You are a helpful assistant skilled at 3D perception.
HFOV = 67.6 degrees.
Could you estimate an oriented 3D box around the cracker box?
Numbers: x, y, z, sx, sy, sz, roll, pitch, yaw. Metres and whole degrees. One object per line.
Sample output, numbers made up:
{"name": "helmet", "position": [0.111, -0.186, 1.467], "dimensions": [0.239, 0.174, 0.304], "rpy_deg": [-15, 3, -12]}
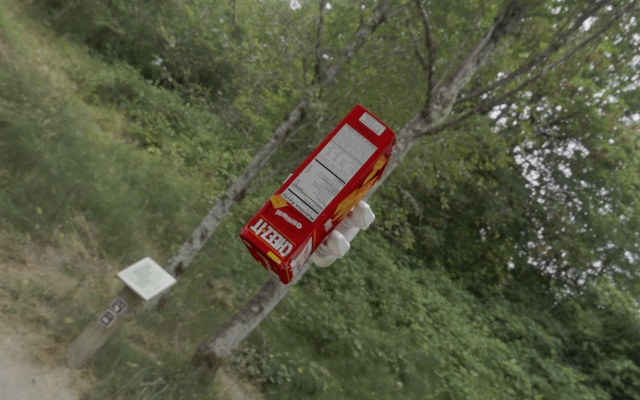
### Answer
{"name": "cracker box", "position": [0.000, 0.002, 0.620], "dimensions": [0.072, 0.213, 0.164], "rpy_deg": [39, -13, 9]}
